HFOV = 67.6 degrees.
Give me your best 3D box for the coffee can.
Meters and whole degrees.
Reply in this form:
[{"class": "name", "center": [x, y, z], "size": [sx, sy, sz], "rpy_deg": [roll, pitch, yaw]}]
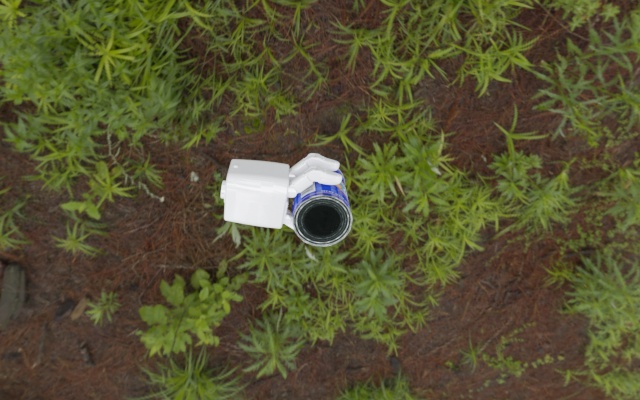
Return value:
[{"class": "coffee can", "center": [0.000, 0.003, 0.870], "size": [0.103, 0.103, 0.140], "rpy_deg": [0, 28, -3]}]
